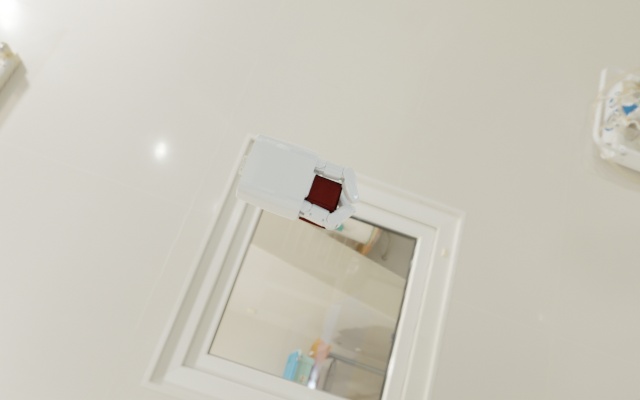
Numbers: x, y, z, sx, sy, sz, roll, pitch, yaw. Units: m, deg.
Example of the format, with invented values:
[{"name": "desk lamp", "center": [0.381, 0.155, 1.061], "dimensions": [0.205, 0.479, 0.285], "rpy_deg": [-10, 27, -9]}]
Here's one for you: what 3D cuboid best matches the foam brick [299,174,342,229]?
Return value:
[{"name": "foam brick", "center": [0.000, 0.003, 0.809], "dimensions": [0.051, 0.053, 0.078], "rpy_deg": [19, -33, -4]}]
